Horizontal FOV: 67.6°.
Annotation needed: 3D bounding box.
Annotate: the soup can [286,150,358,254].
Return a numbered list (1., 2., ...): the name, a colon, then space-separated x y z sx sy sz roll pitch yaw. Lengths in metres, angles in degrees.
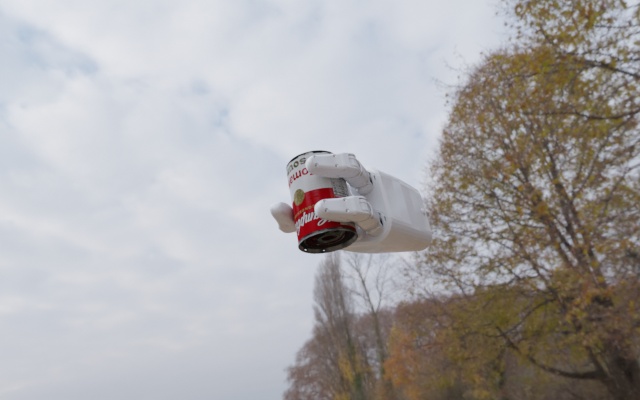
1. soup can: 0.000 0.001 0.551 0.068 0.102 0.068 -9 -25 -4
